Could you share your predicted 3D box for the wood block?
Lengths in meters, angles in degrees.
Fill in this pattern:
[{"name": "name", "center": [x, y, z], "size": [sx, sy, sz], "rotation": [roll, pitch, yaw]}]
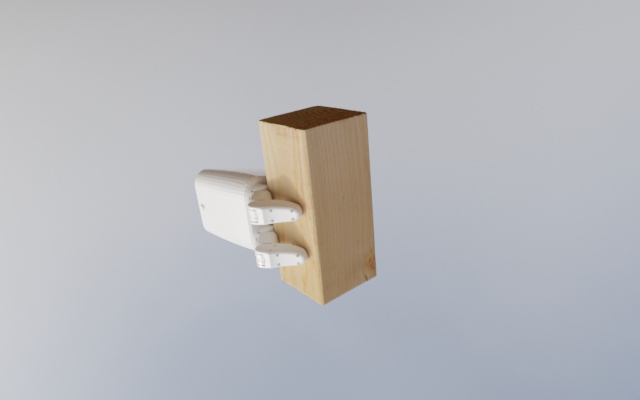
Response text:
[{"name": "wood block", "center": [0.000, 0.002, 0.564], "size": [0.091, 0.206, 0.090], "rotation": [-22, 27, -34]}]
